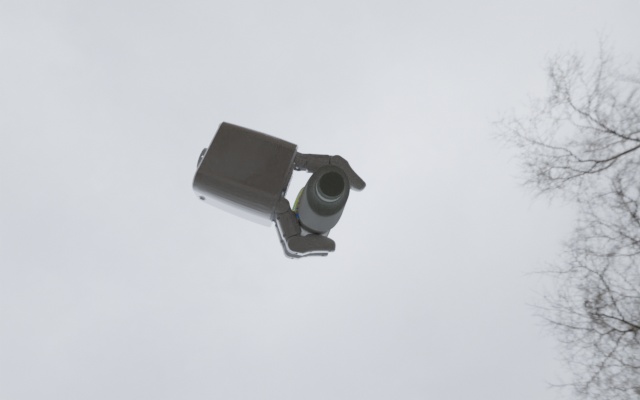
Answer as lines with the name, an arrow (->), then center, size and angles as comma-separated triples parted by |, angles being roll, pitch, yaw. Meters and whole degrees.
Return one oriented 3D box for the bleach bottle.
bleach bottle -> 0.000, 0.002, 0.633 | 0.068, 0.102, 0.251 | 19, -14, -2
